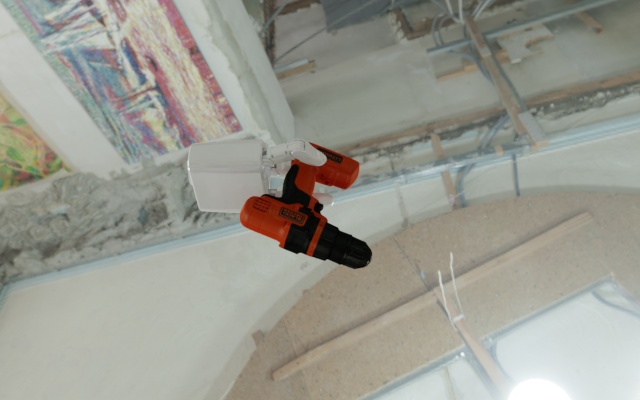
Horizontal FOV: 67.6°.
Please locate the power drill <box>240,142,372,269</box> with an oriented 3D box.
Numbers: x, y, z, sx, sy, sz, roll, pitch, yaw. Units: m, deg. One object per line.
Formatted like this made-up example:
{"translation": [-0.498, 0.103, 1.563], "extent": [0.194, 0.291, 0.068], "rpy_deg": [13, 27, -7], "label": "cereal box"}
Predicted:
{"translation": [0.000, 0.002, 0.684], "extent": [0.184, 0.057, 0.187], "rpy_deg": [23, 41, 1], "label": "power drill"}
